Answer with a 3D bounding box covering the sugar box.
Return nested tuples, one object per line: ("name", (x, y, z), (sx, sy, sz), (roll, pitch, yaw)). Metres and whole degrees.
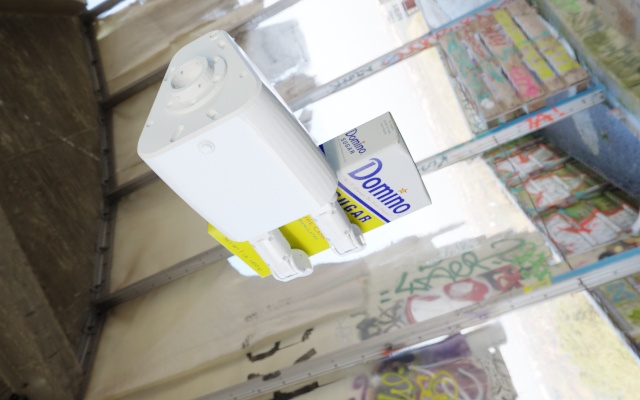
("sugar box", (0.000, 0.002, 0.418), (0.176, 0.048, 0.093), (-23, -41, 15))
